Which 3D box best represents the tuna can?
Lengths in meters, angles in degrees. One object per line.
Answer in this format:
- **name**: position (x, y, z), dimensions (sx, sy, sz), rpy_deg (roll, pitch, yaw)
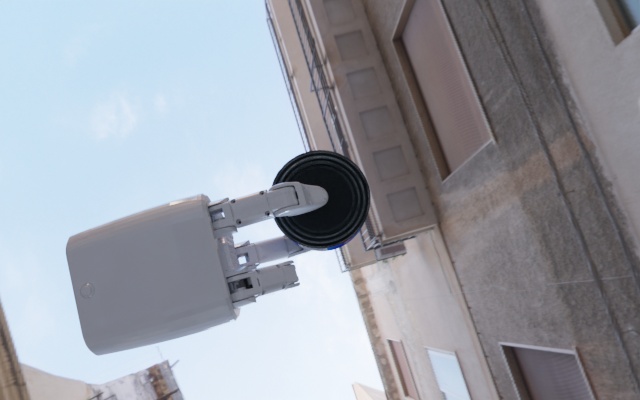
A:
- **tuna can**: position (0.000, 0.001, 0.420), dimensions (0.086, 0.086, 0.034), rpy_deg (0, -12, 2)
